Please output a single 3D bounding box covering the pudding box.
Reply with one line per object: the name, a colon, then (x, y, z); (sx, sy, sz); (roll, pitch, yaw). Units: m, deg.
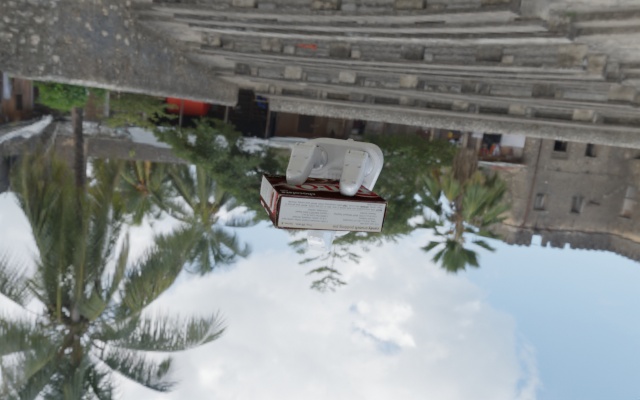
pudding box: (0.000, 0.002, 0.493); (0.113, 0.039, 0.090); (2, 14, -17)
